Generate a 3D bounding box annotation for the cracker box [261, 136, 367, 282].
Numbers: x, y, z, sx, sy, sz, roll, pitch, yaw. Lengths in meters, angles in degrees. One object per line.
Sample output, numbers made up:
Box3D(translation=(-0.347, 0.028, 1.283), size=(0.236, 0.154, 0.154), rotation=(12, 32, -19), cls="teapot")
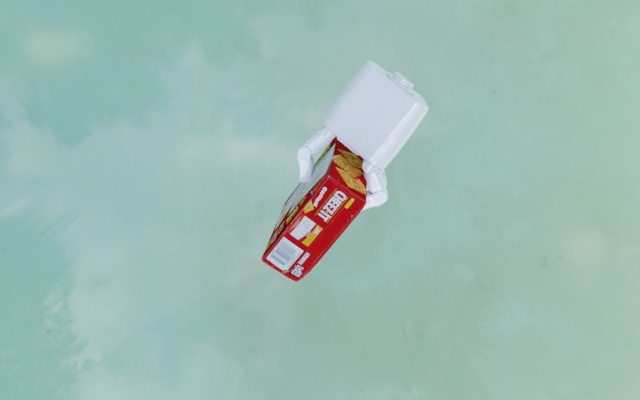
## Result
Box3D(translation=(0.000, 0.002, 0.733), size=(0.072, 0.164, 0.213), rotation=(35, 22, -9), cls="cracker box")
